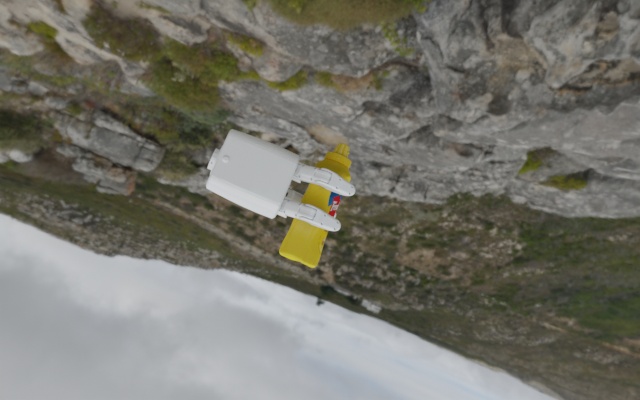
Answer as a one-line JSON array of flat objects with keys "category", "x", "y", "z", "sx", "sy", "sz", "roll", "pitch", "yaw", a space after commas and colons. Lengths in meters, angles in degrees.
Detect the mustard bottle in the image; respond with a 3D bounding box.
[{"category": "mustard bottle", "x": 0.000, "y": 0.003, "z": 0.720, "sx": 0.058, "sy": 0.191, "sz": 0.096, "roll": 20, "pitch": -9, "yaw": 14}]
